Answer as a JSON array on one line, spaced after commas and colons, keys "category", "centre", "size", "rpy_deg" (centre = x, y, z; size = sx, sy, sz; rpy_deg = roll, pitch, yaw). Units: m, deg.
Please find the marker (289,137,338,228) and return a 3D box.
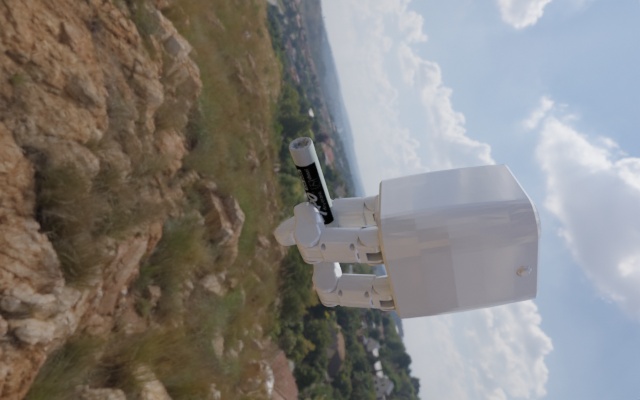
[{"category": "marker", "centre": [0.000, 0.001, 0.402], "size": [0.020, 0.121, 0.020], "rpy_deg": [-12, 38, 9]}]
